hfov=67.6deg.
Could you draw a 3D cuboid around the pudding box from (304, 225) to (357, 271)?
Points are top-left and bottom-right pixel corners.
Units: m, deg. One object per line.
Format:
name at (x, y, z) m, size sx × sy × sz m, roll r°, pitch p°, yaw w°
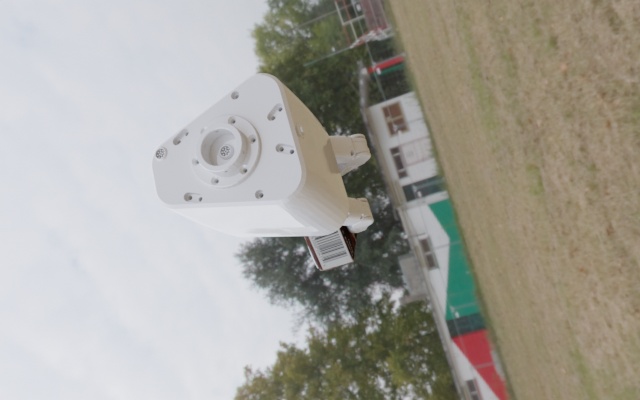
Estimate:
pudding box at (0.000, 0.002, 0.476) m, size 0.039 × 0.113 × 0.090 m, roll -18°, pitch 12°, yaw 12°
